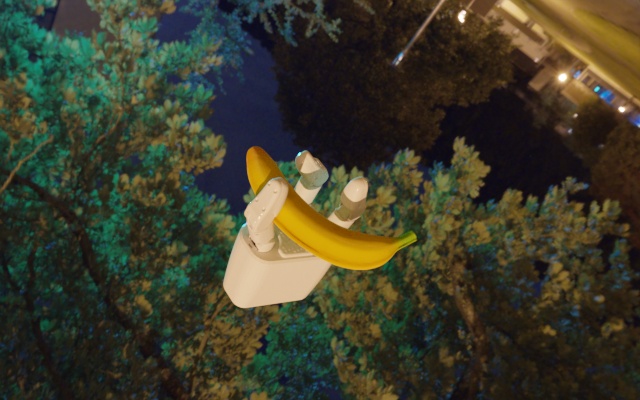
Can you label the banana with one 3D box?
[{"bbox_3d":[-0.007,0.016,0.480,0.198,0.069,0.037,30,-32,11],"label":"banana"}]
